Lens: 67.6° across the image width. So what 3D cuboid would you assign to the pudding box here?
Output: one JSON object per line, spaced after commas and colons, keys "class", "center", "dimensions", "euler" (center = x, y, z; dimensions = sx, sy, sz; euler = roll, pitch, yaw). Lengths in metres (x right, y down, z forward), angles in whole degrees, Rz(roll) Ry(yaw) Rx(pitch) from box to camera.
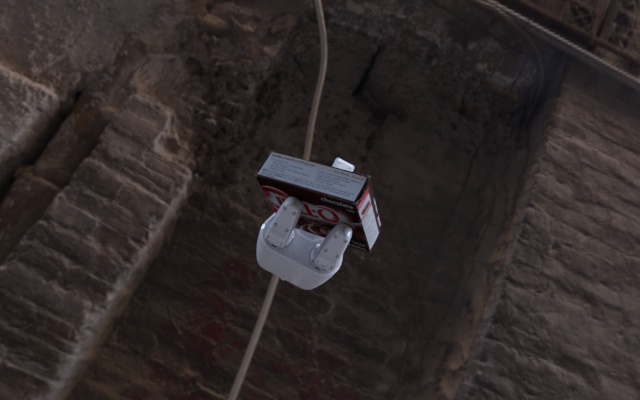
{"class": "pudding box", "center": [0.000, 0.001, 0.480], "dimensions": [0.113, 0.039, 0.090], "euler": [14, -28, 24]}
